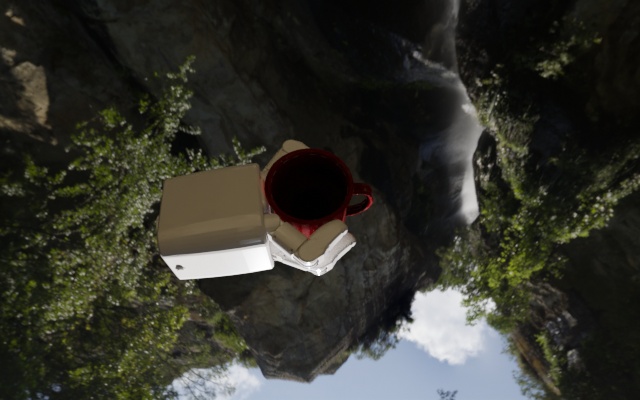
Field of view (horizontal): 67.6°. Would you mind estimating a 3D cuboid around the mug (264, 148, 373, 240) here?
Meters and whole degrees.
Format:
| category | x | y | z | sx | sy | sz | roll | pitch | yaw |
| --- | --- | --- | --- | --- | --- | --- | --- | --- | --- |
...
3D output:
| category | x | y | z | sx | sy | sz | roll | pitch | yaw |
| --- | --- | --- | --- | --- | --- | --- | --- | --- | --- |
| mug | 0.002 | 0.002 | 0.531 | 0.117 | 0.093 | 0.081 | -7 | -29 | -4 |
